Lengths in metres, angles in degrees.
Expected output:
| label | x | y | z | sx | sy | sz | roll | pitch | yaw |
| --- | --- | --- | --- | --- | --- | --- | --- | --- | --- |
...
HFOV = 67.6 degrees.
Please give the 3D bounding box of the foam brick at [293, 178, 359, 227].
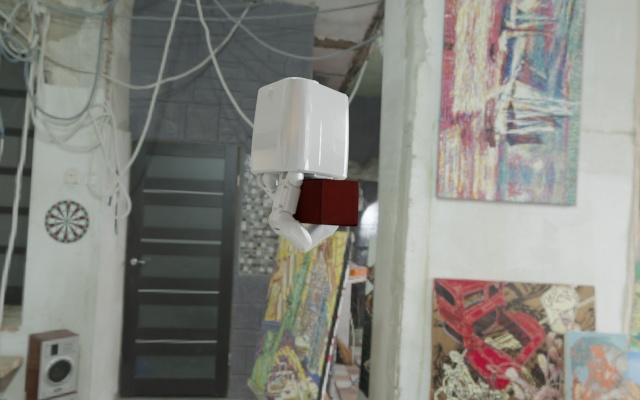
| label | x | y | z | sx | sy | sz | roll | pitch | yaw |
| --- | --- | --- | --- | --- | --- | --- | --- | --- | --- |
| foam brick | 0.000 | 0.002 | 0.548 | 0.053 | 0.051 | 0.078 | 5 | -2 | -35 |
